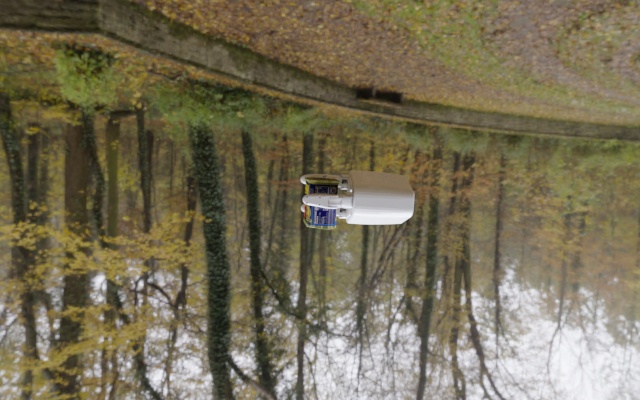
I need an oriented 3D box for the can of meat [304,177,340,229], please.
[{"bbox_3d":[0.000,0.003,0.854,0.057,0.084,0.102,2,5,-6],"label":"can of meat"}]
